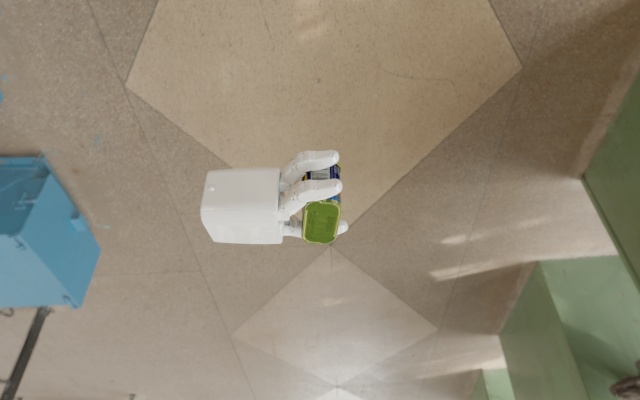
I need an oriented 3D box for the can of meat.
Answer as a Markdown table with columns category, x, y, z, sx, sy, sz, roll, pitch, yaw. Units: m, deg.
| category | x | y | z | sx | sy | sz | roll | pitch | yaw |
| --- | --- | --- | --- | --- | --- | --- | --- | --- | --- |
| can of meat | 0.000 | 0.003 | 0.692 | 0.057 | 0.083 | 0.102 | 3 | -41 | -4 |
